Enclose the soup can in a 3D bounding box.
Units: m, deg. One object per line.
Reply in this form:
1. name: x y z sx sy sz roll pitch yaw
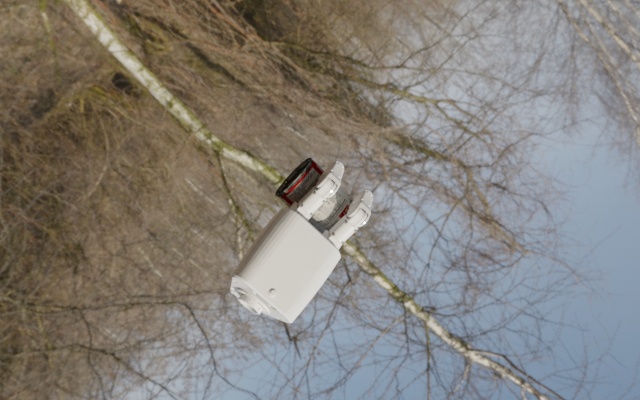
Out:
1. soup can: 0.001 0.002 0.634 0.102 0.068 0.068 43 -12 -13
